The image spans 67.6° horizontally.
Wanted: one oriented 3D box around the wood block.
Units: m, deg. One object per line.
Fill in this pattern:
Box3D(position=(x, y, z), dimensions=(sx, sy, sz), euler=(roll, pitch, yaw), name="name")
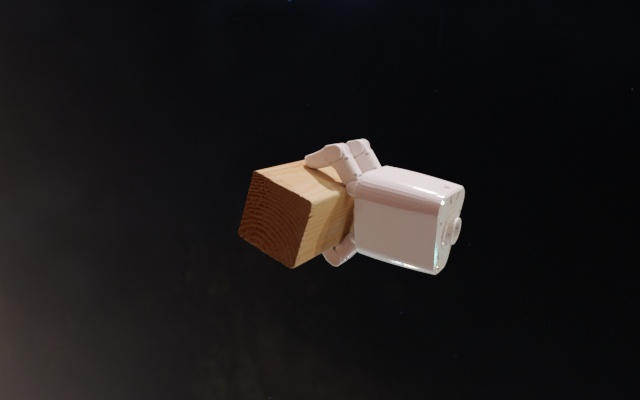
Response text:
Box3D(position=(0.000, 0.002, 0.632), dimensions=(0.090, 0.091, 0.206), euler=(28, 25, 25), name="wood block")
